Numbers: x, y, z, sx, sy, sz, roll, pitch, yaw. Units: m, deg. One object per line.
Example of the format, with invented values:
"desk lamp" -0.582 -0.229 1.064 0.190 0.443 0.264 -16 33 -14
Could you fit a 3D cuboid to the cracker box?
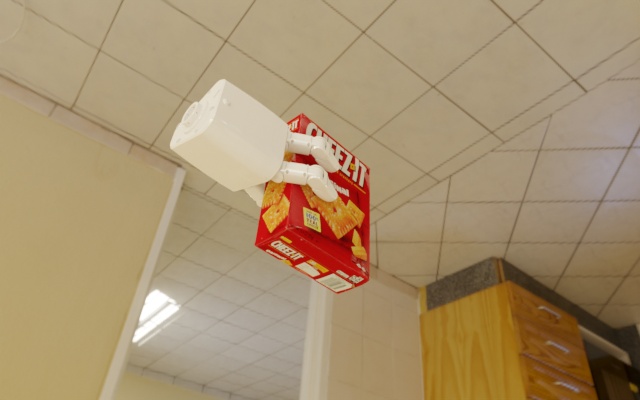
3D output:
"cracker box" 0.000 0.002 0.691 0.072 0.213 0.164 -28 -49 35
